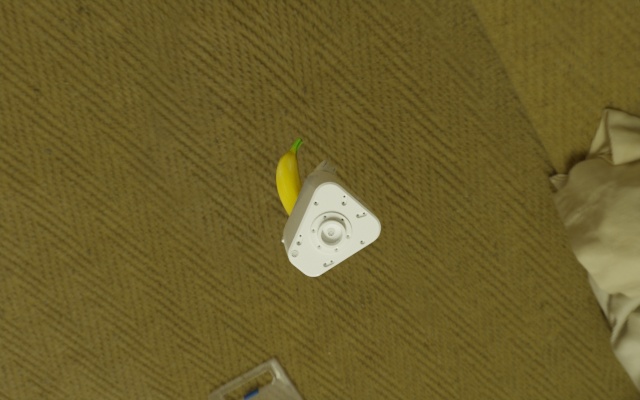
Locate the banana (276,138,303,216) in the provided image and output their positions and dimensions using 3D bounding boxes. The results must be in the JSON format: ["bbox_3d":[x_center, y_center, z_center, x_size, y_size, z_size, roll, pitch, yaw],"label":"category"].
[{"bbox_3d":[-0.018,0.007,0.727,0.069,0.198,0.037,-25,10,-5],"label":"banana"}]
